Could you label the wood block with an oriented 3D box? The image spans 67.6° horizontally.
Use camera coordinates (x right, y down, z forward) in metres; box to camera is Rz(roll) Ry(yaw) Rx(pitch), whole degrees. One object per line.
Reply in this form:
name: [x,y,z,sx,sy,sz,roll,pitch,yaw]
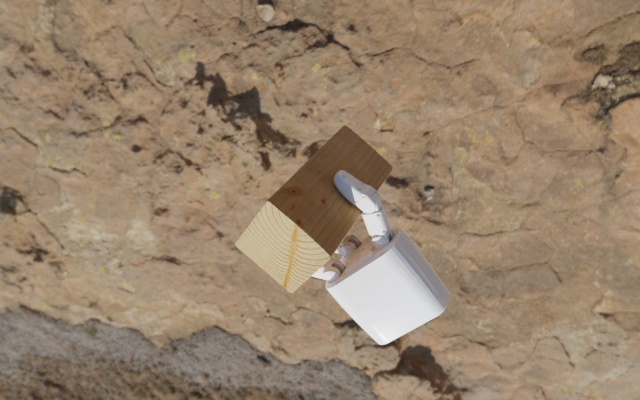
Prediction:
wood block: [0.000,0.002,0.591,0.091,0.090,0.206,-48,2,41]
